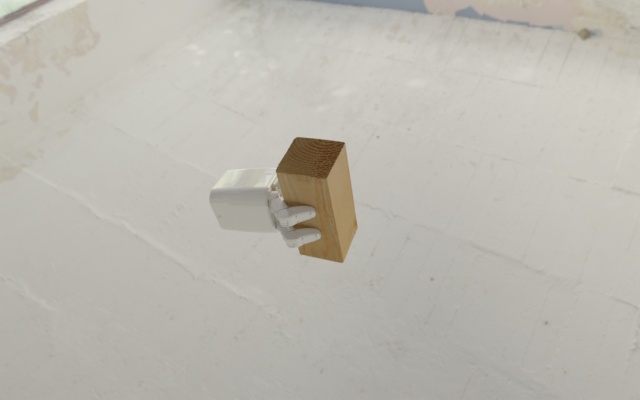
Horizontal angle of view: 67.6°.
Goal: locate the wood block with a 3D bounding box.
[{"bbox_3d":[0.000,0.002,0.818,0.090,0.090,0.206,9,-41,20],"label":"wood block"}]
